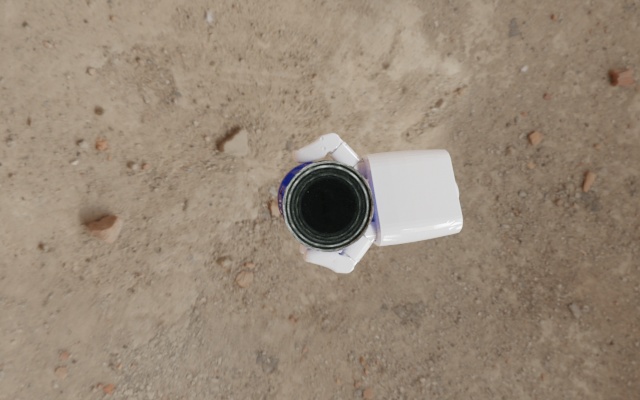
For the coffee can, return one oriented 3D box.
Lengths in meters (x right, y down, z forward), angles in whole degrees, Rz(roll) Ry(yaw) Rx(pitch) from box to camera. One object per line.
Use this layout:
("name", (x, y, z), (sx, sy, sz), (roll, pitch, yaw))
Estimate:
("coffee can", (0.000, 0.002, 0.593), (0.103, 0.103, 0.140), (0, 4, -7))
